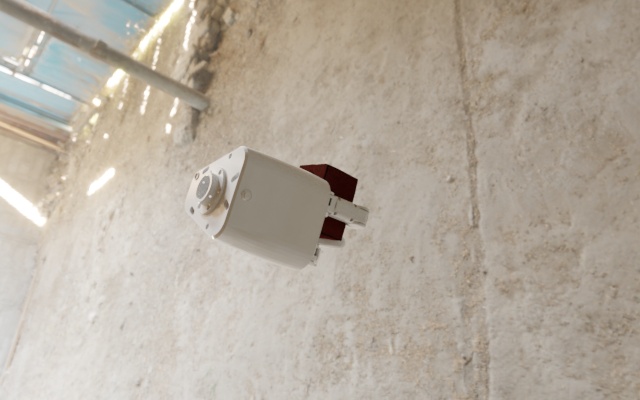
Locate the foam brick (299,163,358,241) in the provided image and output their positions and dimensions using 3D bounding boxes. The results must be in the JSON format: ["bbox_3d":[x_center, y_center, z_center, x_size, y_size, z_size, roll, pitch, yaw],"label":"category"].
[{"bbox_3d":[0.000,0.002,0.549,0.051,0.078,0.053,24,-14,-37],"label":"foam brick"}]
